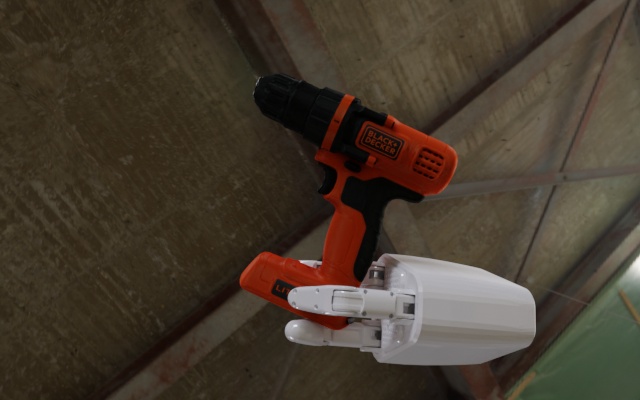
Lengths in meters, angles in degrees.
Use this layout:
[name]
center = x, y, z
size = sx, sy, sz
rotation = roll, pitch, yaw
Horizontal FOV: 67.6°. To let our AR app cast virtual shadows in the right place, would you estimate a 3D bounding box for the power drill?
[power drill]
center = 0.000, 0.002, 0.415
size = 0.184, 0.187, 0.057
rotation = 25, 7, 4
